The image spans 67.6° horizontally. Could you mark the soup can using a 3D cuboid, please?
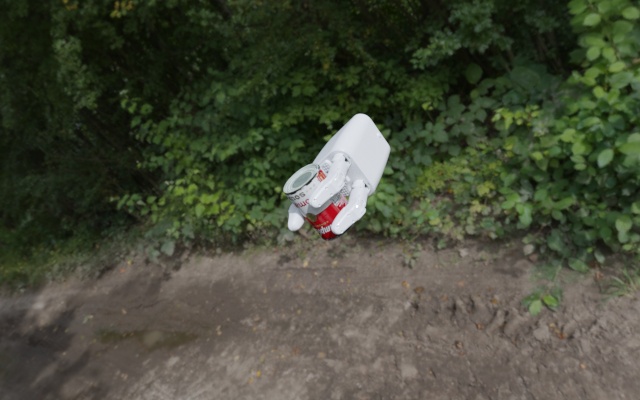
[{"bbox_3d":[0.000,0.003,0.725,0.068,0.102,0.068,-32,25,16],"label":"soup can"}]
